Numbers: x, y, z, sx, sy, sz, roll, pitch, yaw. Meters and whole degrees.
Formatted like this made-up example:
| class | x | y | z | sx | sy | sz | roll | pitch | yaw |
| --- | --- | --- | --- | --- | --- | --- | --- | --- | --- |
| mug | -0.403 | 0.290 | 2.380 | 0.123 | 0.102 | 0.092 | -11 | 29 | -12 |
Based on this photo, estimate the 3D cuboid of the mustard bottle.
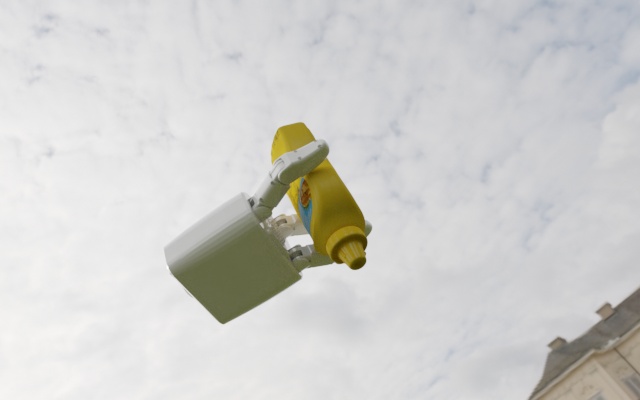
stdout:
| class | x | y | z | sx | sy | sz | roll | pitch | yaw |
| --- | --- | --- | --- | --- | --- | --- | --- | --- | --- |
| mustard bottle | 0.000 | 0.001 | 0.517 | 0.058 | 0.096 | 0.191 | -15 | 43 | -15 |
